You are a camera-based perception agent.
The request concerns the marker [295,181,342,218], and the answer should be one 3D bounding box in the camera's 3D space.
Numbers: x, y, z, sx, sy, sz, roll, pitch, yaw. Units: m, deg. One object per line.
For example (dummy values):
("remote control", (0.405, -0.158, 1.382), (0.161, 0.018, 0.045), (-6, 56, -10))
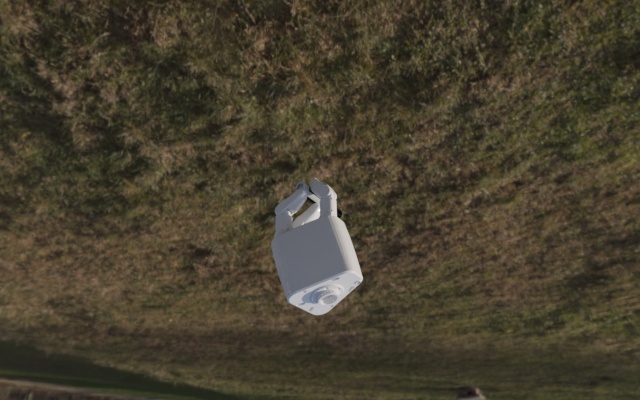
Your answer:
("marker", (0.000, 0.003, 0.822), (0.020, 0.020, 0.121), (0, -25, 39))
